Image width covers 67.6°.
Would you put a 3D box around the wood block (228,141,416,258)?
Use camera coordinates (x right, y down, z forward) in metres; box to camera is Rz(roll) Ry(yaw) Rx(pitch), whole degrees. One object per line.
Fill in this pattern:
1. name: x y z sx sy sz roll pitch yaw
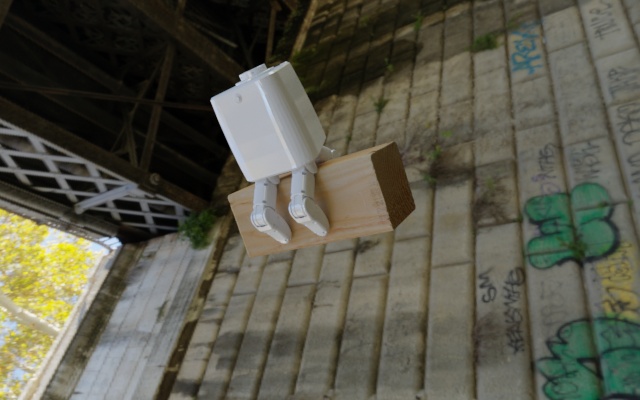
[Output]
1. wood block: 0.000 0.002 0.600 0.206 0.090 0.091 -14 9 31
